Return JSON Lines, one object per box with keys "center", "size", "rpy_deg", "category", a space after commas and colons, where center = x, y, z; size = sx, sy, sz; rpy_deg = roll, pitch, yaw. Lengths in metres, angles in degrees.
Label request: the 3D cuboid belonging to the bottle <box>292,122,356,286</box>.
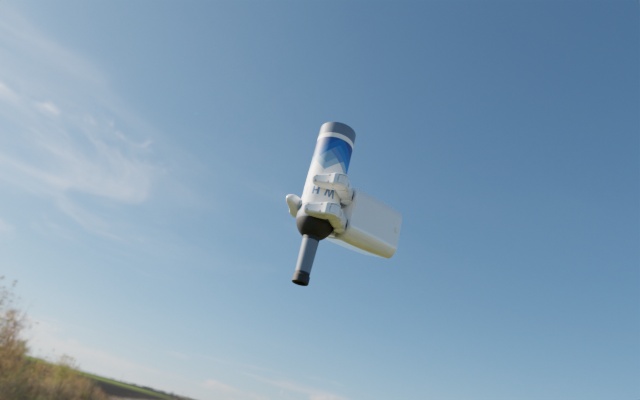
{"center": [0.000, 0.002, 0.818], "size": [0.069, 0.295, 0.069], "rpy_deg": [12, -26, 6], "category": "bottle"}
